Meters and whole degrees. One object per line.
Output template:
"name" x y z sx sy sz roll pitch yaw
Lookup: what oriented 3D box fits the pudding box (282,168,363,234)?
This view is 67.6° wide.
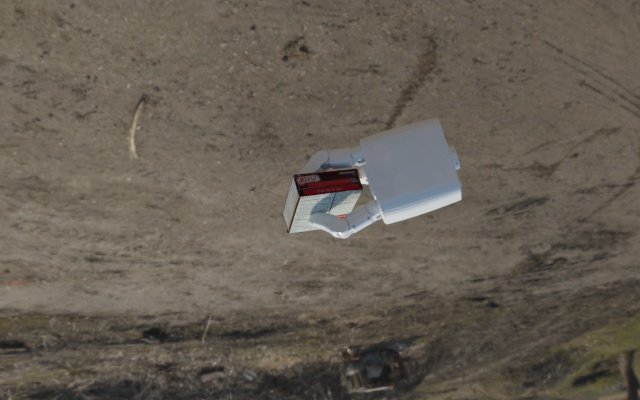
"pudding box" 0.000 0.002 0.661 0.090 0.039 0.114 -6 -30 -16
